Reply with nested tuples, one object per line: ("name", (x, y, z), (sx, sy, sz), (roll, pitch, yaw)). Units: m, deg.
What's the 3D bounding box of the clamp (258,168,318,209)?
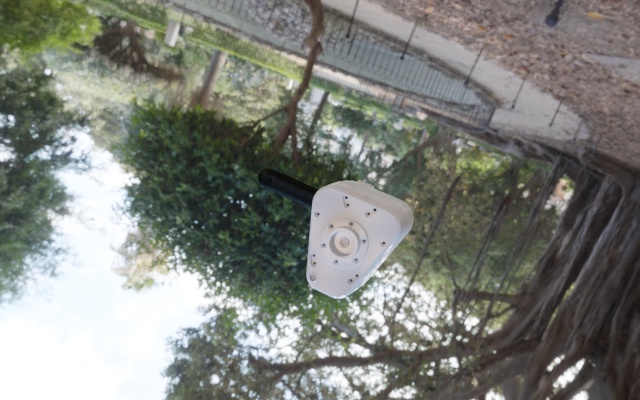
("clamp", (0.000, 0.003, 0.606), (0.171, 0.039, 0.120), (23, 7, 14))
